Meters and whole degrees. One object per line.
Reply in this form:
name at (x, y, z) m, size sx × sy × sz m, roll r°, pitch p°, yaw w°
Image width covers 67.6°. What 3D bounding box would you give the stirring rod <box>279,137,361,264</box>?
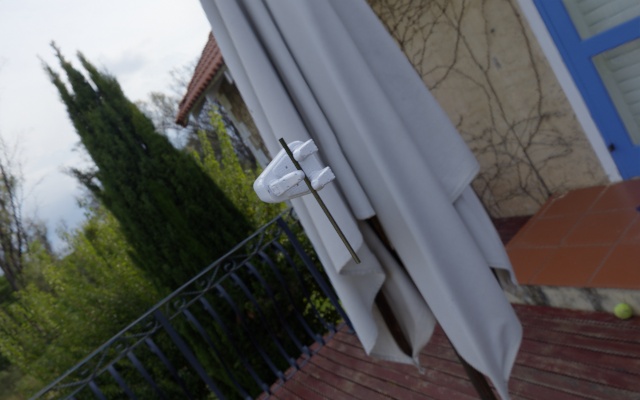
stirring rod at (0.000, 0.003, 0.772) m, size 0.011 × 0.239 × 0.011 m, roll -32°, pitch 8°, yaw 5°
